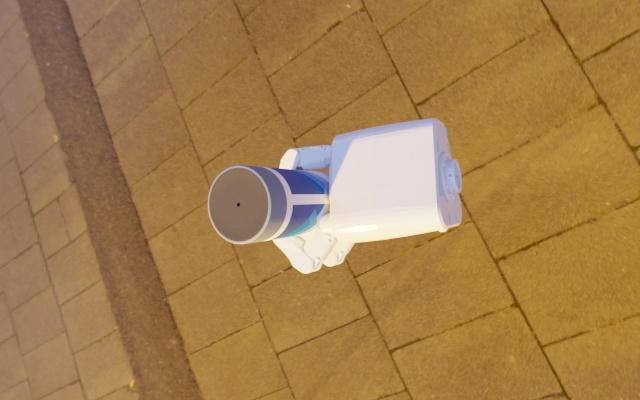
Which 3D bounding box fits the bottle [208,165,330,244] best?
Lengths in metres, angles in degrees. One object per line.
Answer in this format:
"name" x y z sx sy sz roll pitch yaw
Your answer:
"bottle" 0.000 0.002 0.527 0.069 0.069 0.296 0 1 28
